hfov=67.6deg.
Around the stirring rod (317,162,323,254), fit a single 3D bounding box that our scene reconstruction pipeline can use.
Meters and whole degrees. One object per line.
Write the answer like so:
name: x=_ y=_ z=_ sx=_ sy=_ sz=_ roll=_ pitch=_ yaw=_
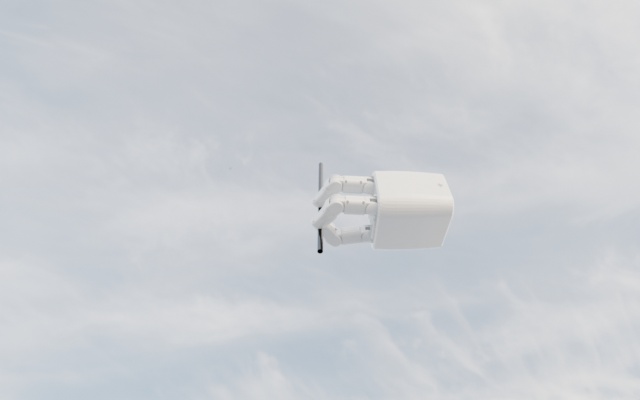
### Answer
stirring rod: x=0.000 y=0.003 z=0.743 sx=0.011 sy=0.011 sz=0.239 roll=0 pitch=33 yaw=0
